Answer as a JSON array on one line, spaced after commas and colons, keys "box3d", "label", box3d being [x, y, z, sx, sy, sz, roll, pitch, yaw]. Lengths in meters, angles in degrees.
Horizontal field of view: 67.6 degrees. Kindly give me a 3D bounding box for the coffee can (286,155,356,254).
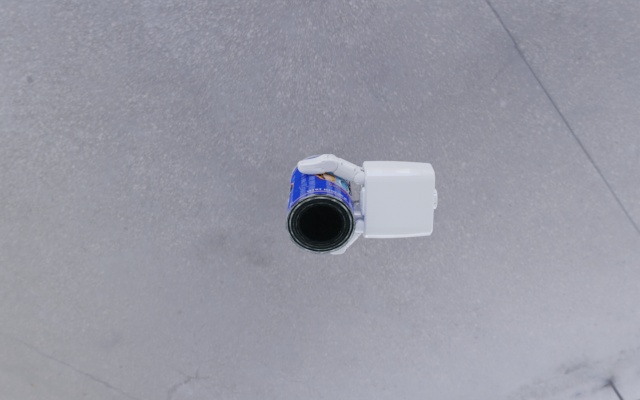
[{"box3d": [0.000, 0.002, 0.751, 0.103, 0.103, 0.140, 0, 29, 0], "label": "coffee can"}]
